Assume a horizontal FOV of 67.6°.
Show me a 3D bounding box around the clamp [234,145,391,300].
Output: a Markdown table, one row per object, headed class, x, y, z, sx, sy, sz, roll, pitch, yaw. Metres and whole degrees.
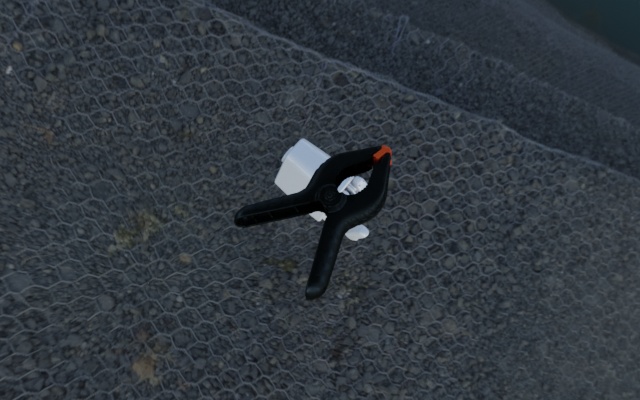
| class | x | y | z | sx | sy | sz | roll | pitch | yaw |
| --- | --- | --- | --- | --- | --- | --- | --- | --- | --- |
| clamp | 0.000 | 0.001 | 0.478 | 0.120 | 0.171 | 0.039 | 36 | -20 | 15 |
